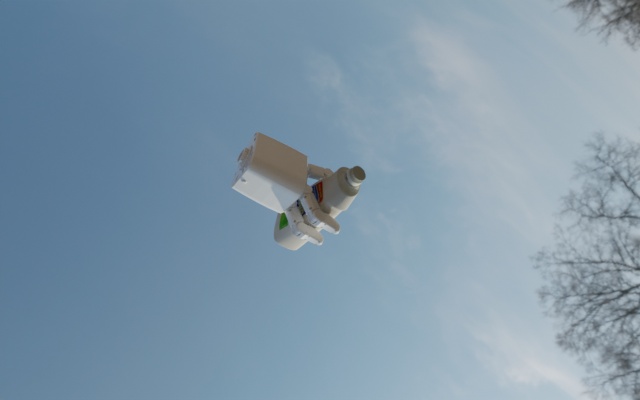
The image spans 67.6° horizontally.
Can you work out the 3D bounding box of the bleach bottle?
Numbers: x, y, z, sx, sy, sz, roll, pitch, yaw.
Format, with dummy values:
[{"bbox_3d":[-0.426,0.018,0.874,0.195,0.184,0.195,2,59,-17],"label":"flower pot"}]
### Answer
[{"bbox_3d":[0.000,0.003,0.890,0.068,0.102,0.251,27,-39,-20],"label":"bleach bottle"}]
